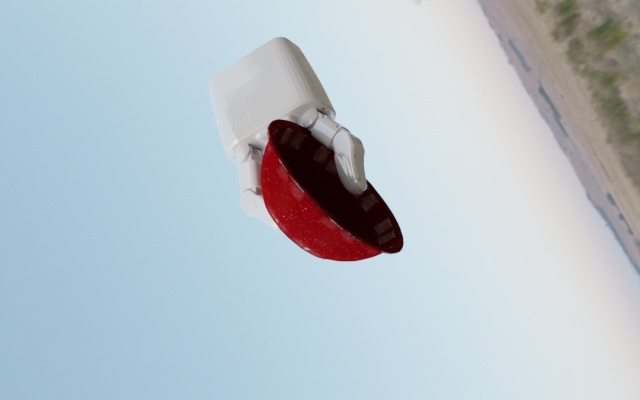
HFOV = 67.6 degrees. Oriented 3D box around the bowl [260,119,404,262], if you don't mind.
[{"bbox_3d":[0.000,0.003,0.434,0.055,0.162,0.162,-46,-19,19],"label":"bowl"}]
